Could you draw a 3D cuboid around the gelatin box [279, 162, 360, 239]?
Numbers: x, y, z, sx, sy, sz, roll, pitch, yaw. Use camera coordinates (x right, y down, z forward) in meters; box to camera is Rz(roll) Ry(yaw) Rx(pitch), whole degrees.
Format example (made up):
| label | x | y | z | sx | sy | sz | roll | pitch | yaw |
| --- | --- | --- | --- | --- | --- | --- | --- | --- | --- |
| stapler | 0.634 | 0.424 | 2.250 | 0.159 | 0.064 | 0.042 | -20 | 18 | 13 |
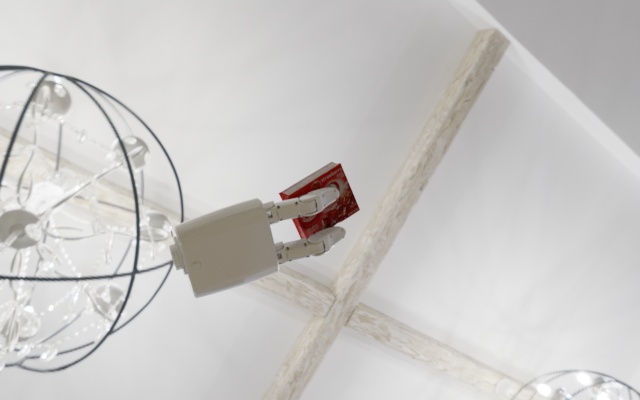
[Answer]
| label | x | y | z | sx | sy | sz | roll | pitch | yaw |
| --- | --- | --- | --- | --- | --- | --- | --- | --- | --- |
| gelatin box | 0.000 | 0.002 | 0.629 | 0.089 | 0.073 | 0.030 | -32 | 23 | -19 |
